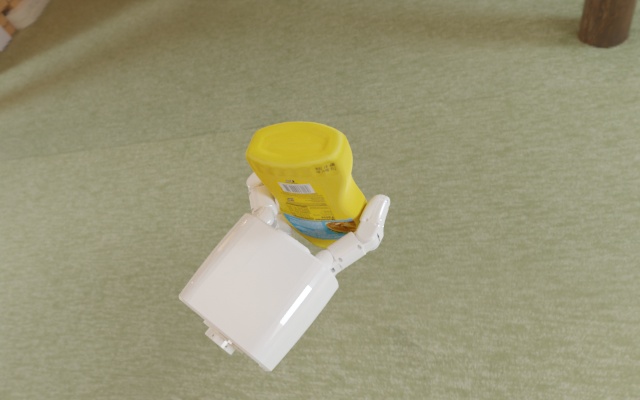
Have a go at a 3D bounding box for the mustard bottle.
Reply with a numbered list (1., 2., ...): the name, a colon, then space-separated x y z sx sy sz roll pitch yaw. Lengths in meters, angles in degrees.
1. mustard bottle: 0.000 0.001 0.503 0.096 0.058 0.192 3 -33 21
